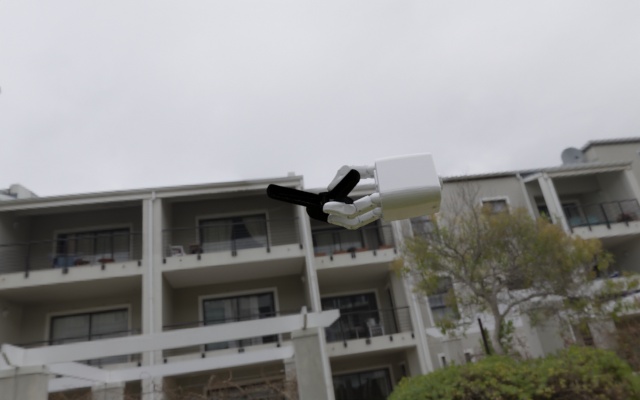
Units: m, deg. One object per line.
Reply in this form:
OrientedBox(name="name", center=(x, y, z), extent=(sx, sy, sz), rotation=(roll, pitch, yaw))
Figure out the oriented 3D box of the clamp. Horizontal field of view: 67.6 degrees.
OrientedBox(name="clamp", center=(0.000, 0.002, 0.887), extent=(0.164, 0.036, 0.210), rotation=(-6, -22, 8))
